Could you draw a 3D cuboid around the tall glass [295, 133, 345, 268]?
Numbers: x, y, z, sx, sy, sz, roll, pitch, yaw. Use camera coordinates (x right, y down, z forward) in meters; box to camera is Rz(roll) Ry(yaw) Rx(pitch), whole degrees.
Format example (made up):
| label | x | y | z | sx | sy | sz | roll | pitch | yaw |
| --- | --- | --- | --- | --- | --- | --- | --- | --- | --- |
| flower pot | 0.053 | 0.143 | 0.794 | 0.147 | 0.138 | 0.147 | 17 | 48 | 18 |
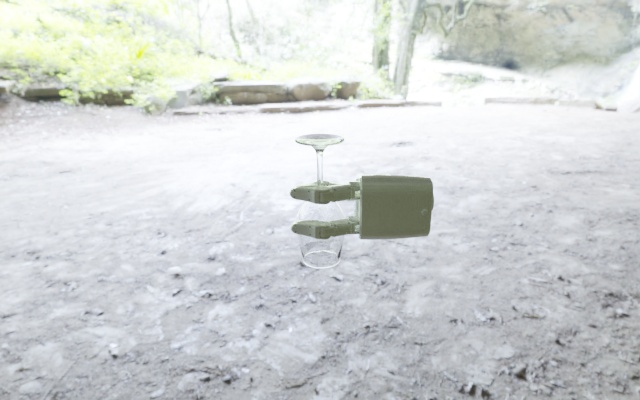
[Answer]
| label | x | y | z | sx | sy | sz | roll | pitch | yaw |
| --- | --- | --- | --- | --- | --- | --- | --- | --- | --- |
| tall glass | 0.000 | 0.002 | 0.740 | 0.079 | 0.201 | 0.079 | 0 | 20 | 0 |
